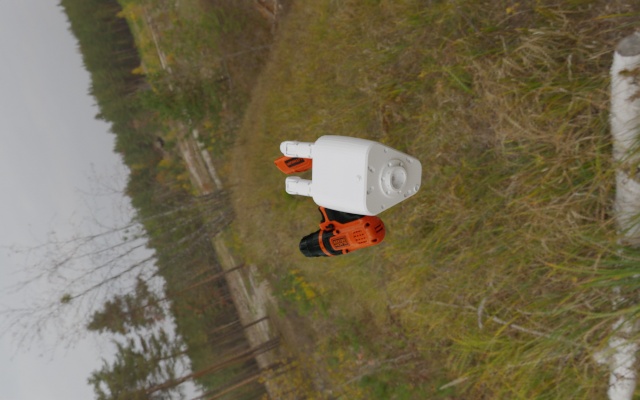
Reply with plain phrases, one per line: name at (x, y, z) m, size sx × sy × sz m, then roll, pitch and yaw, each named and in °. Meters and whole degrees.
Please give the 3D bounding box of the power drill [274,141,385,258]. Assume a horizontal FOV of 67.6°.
power drill at (0.000, 0.002, 0.774) m, size 0.184 × 0.187 × 0.057 m, roll -20°, pitch 11°, yaw 45°
